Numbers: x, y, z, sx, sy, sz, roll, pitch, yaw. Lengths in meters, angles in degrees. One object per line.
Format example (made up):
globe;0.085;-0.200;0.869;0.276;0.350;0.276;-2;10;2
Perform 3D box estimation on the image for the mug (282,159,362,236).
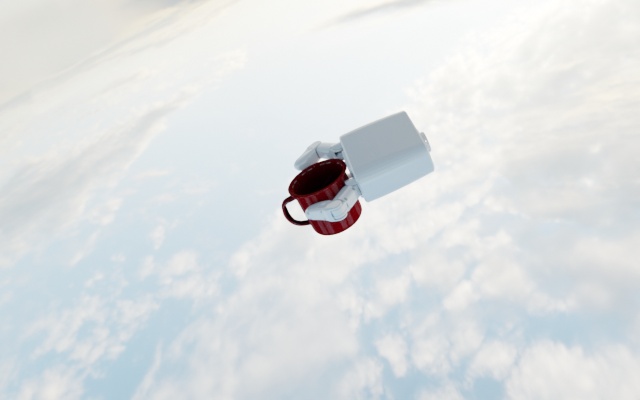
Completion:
mug;-0.001;0.003;0.707;0.117;0.081;0.093;-24;29;7
